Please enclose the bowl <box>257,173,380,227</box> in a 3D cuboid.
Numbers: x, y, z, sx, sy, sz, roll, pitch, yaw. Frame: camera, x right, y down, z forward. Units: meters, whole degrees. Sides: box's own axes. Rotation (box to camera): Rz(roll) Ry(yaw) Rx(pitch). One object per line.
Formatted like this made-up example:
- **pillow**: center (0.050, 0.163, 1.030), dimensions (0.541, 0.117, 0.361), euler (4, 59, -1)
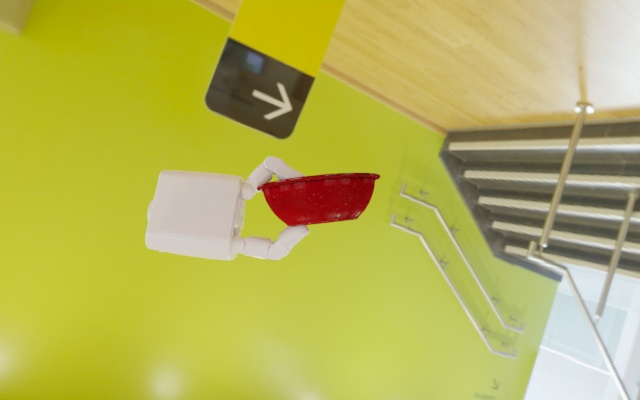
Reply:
- **bowl**: center (0.001, 0.002, 0.621), dimensions (0.162, 0.055, 0.162), euler (-6, -4, 0)
